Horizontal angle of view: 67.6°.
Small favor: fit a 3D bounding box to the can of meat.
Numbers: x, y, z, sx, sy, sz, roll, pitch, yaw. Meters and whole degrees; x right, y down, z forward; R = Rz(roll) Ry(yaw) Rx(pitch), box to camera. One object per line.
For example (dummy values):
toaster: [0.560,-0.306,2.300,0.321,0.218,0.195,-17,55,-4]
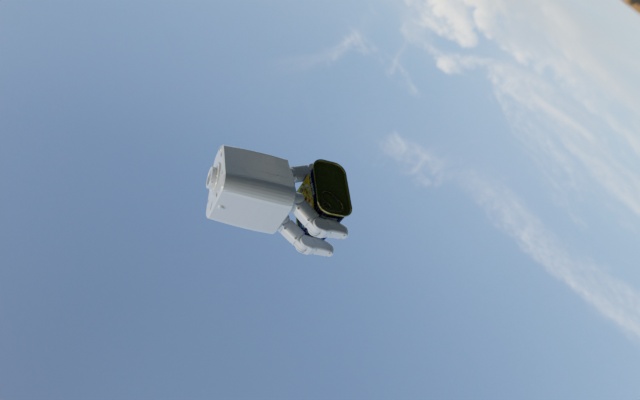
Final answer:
can of meat: [0.000,0.003,0.741,0.057,0.102,0.084,11,-39,-25]
